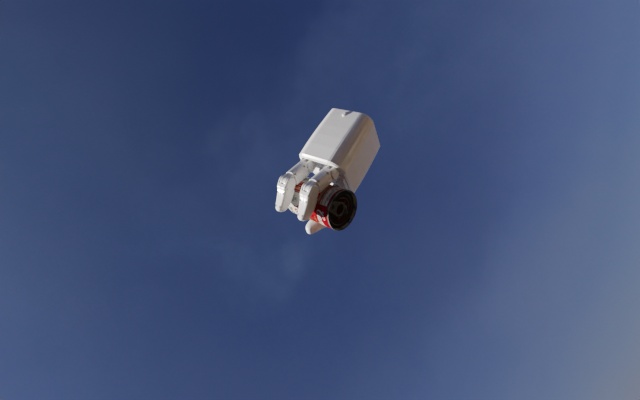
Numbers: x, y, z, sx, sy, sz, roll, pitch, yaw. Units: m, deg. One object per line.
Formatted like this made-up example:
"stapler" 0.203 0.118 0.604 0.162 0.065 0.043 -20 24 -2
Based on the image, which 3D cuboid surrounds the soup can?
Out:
"soup can" 0.000 0.003 0.789 0.102 0.068 0.068 20 13 41
